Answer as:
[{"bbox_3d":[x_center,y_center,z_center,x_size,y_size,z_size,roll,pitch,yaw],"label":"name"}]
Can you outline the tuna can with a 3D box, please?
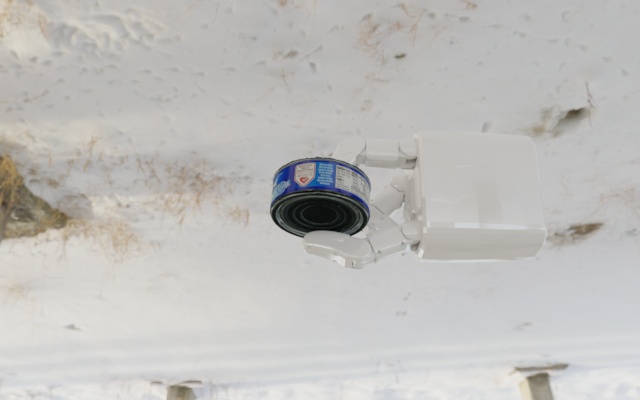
[{"bbox_3d":[0.000,0.002,0.407,0.086,0.033,0.086,3,-31,2],"label":"tuna can"}]
